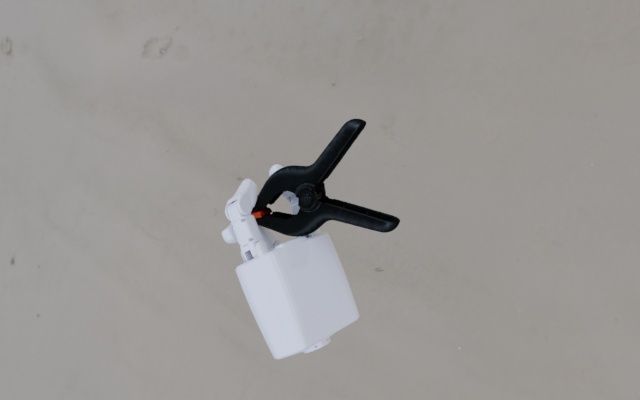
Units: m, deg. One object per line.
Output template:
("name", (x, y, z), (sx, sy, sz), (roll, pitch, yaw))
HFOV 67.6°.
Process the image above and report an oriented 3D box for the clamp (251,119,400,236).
("clamp", (0.000, 0.002, 0.517), (0.171, 0.120, 0.039), (-28, -7, 28))
